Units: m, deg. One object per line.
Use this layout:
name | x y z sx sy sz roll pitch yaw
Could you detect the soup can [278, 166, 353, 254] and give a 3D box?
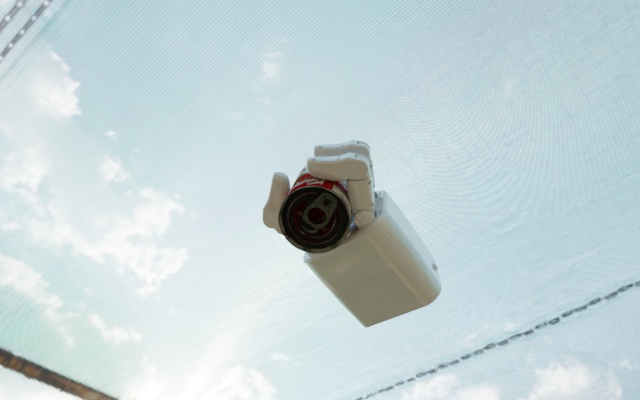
soup can | 0.000 0.001 0.491 0.068 0.068 0.102 0 20 7
